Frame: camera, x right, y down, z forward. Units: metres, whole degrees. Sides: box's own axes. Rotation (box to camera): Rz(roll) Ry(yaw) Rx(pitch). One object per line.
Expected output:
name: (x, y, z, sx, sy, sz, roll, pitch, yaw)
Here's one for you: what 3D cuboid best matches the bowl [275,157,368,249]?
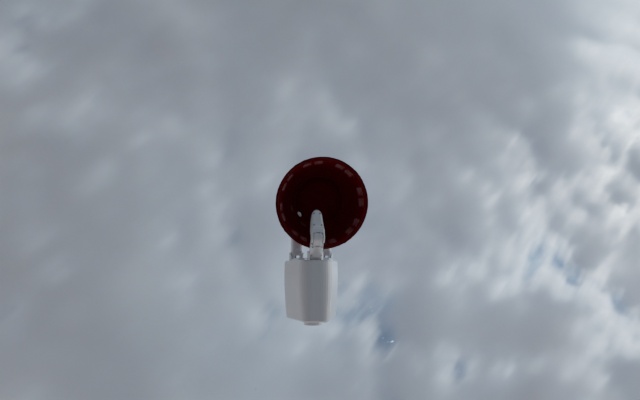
bowl: (0.000, 0.001, 0.849, 0.162, 0.162, 0.055, 0, 5, -7)
